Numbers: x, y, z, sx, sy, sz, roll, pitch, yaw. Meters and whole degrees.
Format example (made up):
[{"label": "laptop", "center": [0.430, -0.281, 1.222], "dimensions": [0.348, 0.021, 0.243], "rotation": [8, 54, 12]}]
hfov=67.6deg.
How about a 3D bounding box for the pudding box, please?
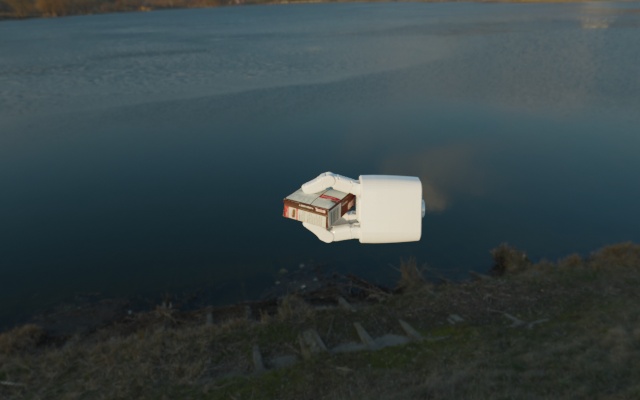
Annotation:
[{"label": "pudding box", "center": [0.000, 0.003, 0.844], "dimensions": [0.090, 0.039, 0.113], "rotation": [13, 25, 24]}]
